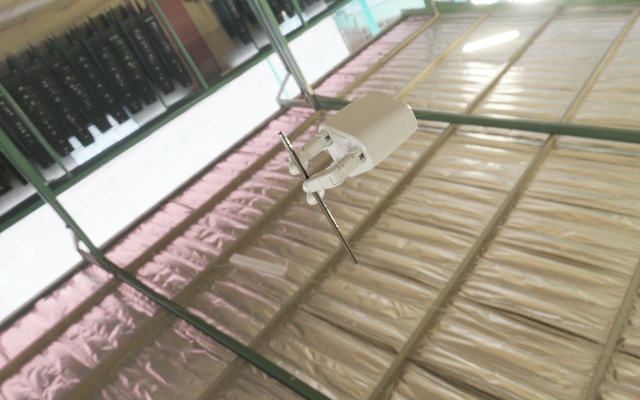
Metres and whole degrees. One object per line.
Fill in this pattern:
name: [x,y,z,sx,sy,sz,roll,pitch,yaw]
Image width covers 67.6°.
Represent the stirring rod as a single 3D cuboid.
stirring rod: [0.000,0.002,0.705,0.011,0.240,0.011,-25,23,12]
